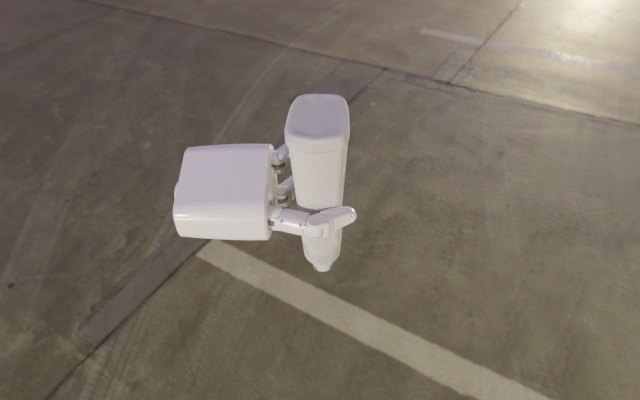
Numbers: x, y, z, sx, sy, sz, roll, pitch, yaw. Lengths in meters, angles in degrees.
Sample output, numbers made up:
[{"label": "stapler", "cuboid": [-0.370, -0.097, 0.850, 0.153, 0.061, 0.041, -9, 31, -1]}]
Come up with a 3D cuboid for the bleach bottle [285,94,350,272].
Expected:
[{"label": "bleach bottle", "cuboid": [0.000, 0.002, 0.589, 0.068, 0.251, 0.102, 1, 41, 3]}]
